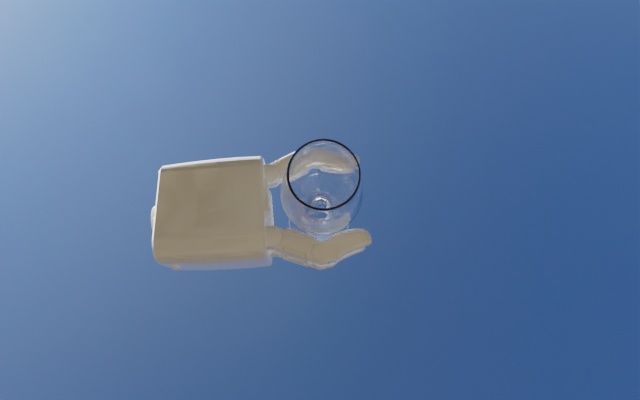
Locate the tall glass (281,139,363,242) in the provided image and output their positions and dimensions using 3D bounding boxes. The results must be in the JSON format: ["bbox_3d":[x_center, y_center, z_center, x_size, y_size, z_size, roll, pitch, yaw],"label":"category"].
[{"bbox_3d":[0.000,0.002,0.489,0.079,0.079,0.201,0,-14,-2],"label":"tall glass"}]
